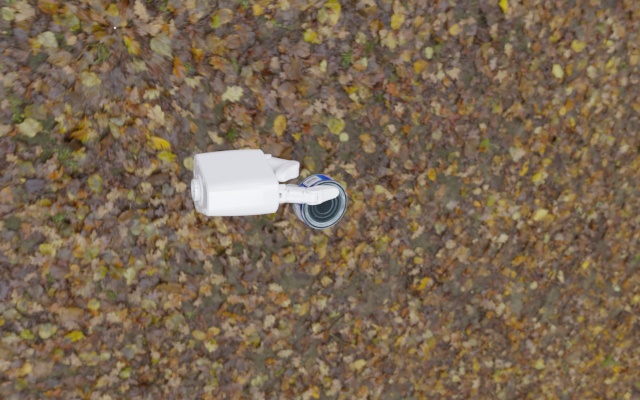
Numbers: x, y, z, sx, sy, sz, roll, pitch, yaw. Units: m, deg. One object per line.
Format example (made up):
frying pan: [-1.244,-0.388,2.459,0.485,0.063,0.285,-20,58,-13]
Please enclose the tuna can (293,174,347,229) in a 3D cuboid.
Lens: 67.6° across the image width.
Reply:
tuna can: [0.000,0.003,0.776,0.086,0.086,0.033,0,18,-29]
